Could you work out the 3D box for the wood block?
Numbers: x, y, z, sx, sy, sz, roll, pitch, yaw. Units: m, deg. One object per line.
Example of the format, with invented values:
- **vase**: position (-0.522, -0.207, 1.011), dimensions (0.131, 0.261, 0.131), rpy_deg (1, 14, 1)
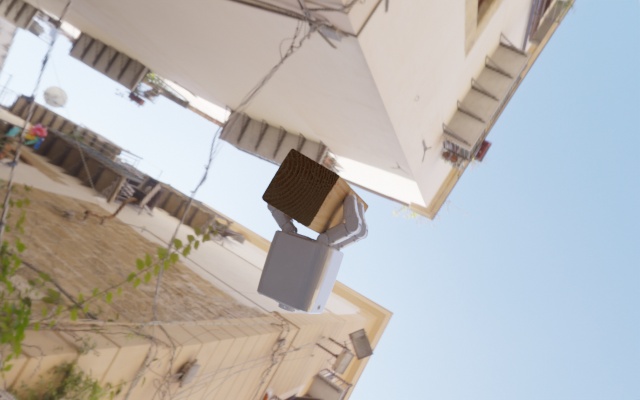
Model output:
- **wood block**: position (0.000, 0.003, 0.777), dimensions (0.091, 0.090, 0.206), rpy_deg (31, -2, 21)
